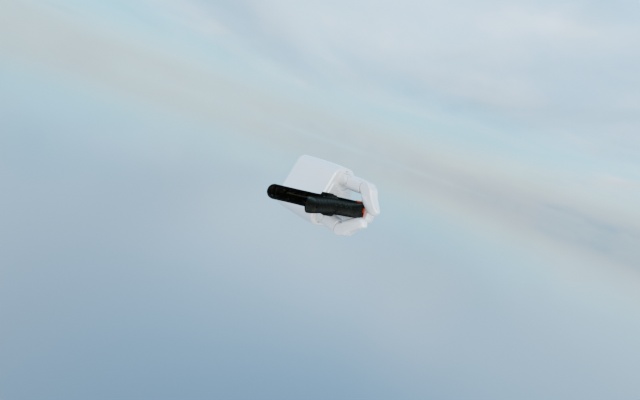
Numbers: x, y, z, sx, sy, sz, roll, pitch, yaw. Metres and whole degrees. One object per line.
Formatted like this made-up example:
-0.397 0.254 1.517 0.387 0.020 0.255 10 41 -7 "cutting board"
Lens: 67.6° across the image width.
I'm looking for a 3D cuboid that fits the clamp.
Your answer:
0.000 0.002 0.776 0.120 0.039 0.171 26 9 42 "clamp"
